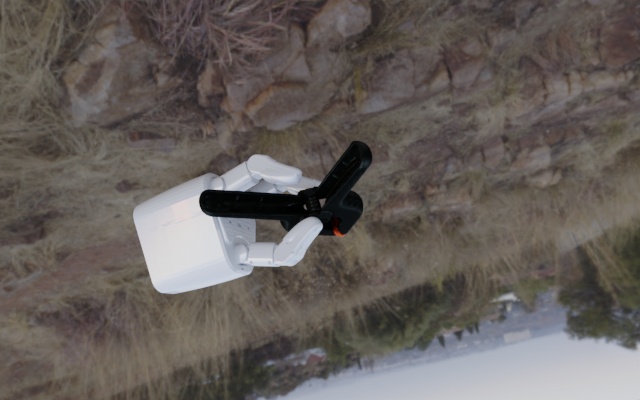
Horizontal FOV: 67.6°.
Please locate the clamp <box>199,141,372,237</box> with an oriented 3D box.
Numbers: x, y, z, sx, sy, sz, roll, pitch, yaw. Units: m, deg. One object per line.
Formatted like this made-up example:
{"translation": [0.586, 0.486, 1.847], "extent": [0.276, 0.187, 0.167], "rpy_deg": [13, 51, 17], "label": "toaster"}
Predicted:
{"translation": [0.000, 0.003, 0.500], "extent": [0.164, 0.036, 0.210], "rpy_deg": [-18, -21, 19], "label": "clamp"}
